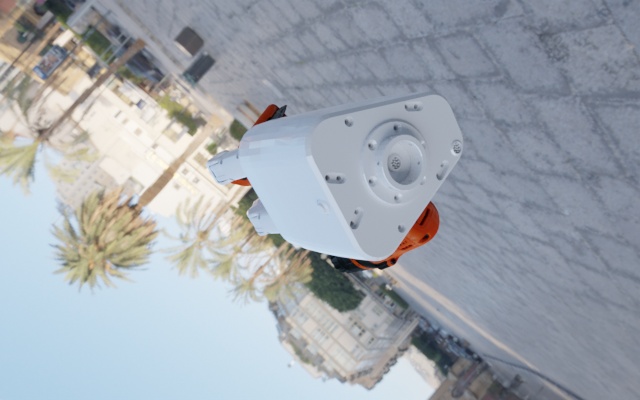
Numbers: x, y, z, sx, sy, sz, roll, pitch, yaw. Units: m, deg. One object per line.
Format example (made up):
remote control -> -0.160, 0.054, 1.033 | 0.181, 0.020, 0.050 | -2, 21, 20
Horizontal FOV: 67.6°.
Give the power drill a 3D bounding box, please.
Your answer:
power drill -> 0.000, 0.001, 0.470 | 0.187, 0.057, 0.184 | 33, -28, -7
